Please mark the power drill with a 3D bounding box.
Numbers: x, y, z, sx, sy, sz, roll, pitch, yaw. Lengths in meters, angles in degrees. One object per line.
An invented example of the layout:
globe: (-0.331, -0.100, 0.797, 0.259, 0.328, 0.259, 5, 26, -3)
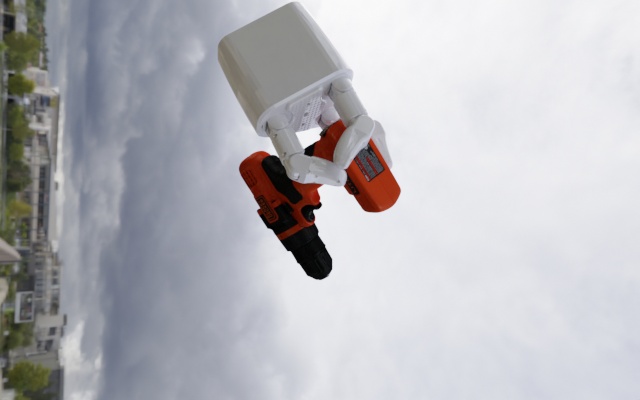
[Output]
power drill: (0.000, 0.001, 0.558, 0.188, 0.184, 0.057, -26, 10, 45)
